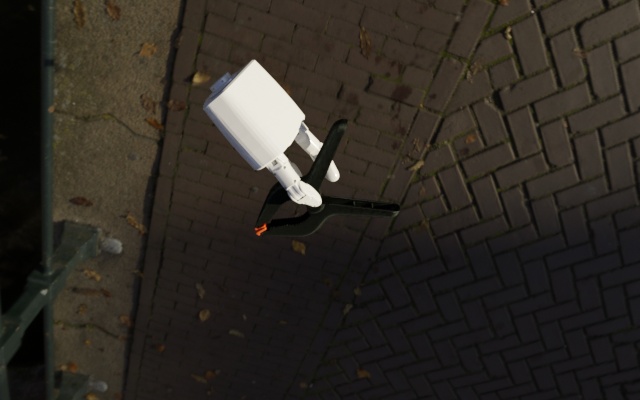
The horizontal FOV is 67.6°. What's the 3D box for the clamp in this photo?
[{"bbox_3d":[-0.001,0.003,0.690,0.210,0.164,0.036,-34,20,19],"label":"clamp"}]
